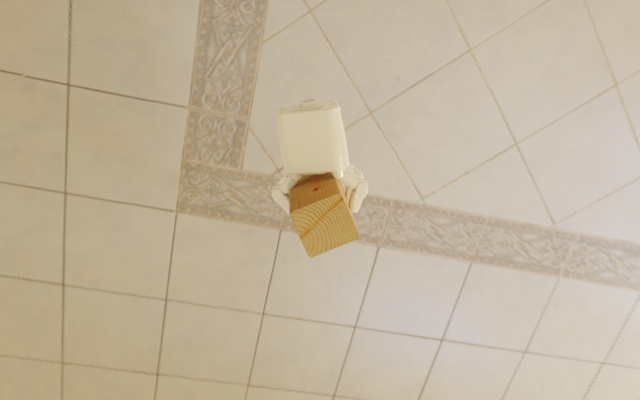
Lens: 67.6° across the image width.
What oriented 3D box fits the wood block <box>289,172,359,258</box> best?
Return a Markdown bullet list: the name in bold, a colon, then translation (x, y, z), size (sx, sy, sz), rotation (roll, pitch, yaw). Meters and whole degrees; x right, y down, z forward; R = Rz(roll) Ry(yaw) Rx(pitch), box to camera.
- **wood block**: translation (0.000, 0.003, 0.850), size (0.091, 0.090, 0.206), rotation (-22, 21, 5)
